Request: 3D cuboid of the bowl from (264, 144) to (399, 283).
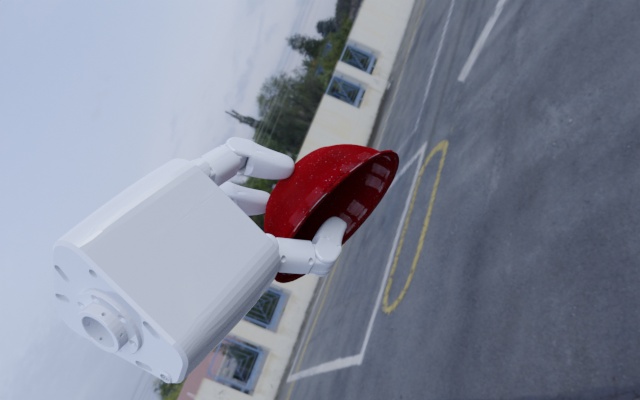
[{"bbox_3d":[0.000,0.001,0.452,0.055,0.162,0.162,43,17,19],"label":"bowl"}]
